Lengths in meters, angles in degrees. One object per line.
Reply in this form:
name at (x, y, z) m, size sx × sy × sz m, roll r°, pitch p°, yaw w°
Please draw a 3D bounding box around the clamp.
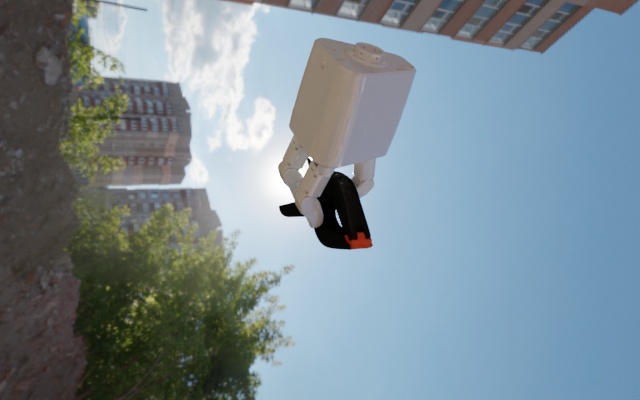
clamp at (0.001, 0.002, 0.605) m, size 0.036 × 0.165 × 0.209 m, roll -3°, pitch 40°, yaw -27°
